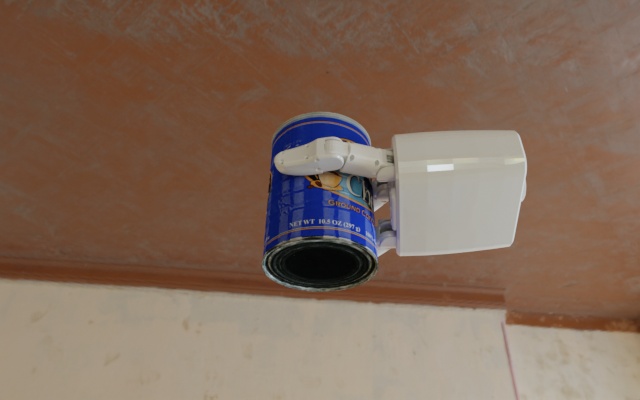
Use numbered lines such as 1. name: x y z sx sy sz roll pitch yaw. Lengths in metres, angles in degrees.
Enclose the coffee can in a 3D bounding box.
1. coffee can: 0.000 0.001 0.455 0.103 0.140 0.103 0 -34 0
